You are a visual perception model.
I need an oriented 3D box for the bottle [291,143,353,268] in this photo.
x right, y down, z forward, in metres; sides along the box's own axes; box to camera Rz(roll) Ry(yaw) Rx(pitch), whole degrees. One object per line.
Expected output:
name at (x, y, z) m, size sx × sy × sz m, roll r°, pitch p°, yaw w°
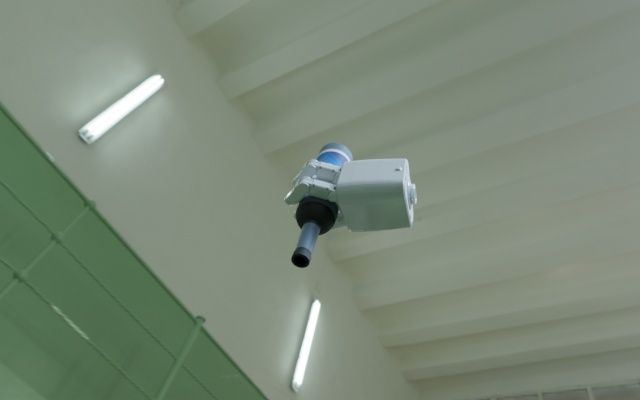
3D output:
bottle at (0.000, 0.002, 0.801) m, size 0.069 × 0.069 × 0.295 m, roll 0°, pitch 35°, yaw 14°
